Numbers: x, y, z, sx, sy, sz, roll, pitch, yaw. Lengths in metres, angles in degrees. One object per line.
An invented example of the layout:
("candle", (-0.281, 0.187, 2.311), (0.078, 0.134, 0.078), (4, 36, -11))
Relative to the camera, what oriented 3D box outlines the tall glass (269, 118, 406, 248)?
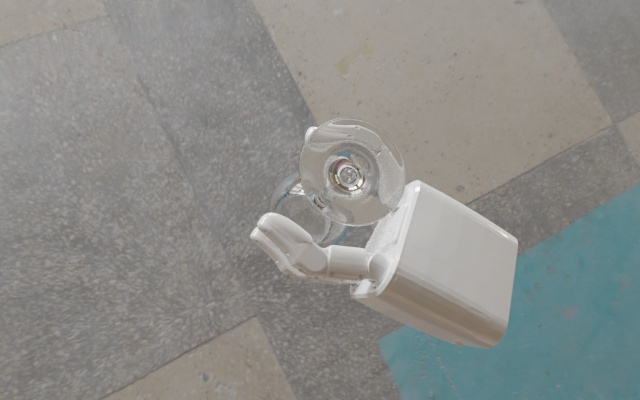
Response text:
("tall glass", (0.000, 0.001, 0.408), (0.079, 0.079, 0.201), (0, -12, -13))
